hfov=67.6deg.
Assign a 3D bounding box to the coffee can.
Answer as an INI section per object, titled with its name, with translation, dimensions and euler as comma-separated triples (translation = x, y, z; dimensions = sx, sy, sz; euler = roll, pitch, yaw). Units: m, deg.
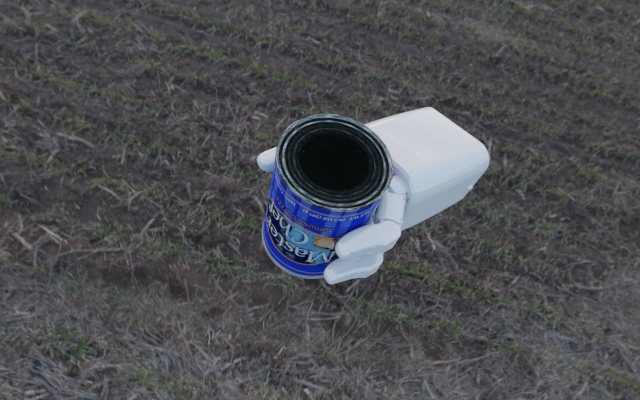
[coffee can]
translation = 0.000, 0.002, 0.463
dimensions = 0.103, 0.102, 0.140
euler = 0, -32, -12
